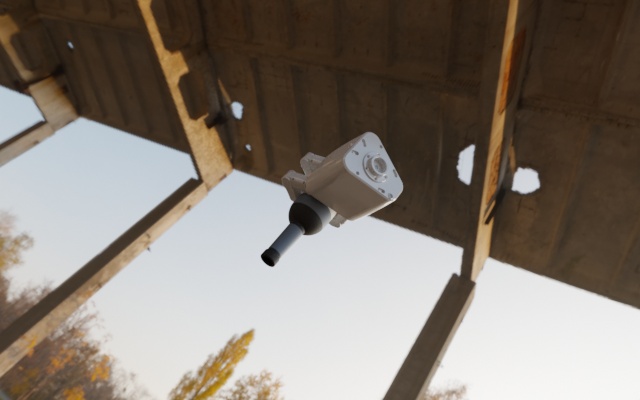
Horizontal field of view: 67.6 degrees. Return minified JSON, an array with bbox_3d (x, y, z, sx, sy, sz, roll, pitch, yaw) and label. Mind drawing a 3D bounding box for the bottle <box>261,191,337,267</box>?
[{"bbox_3d":[0.000,0.003,0.809,0.069,0.069,0.295,0,37,44],"label":"bottle"}]
